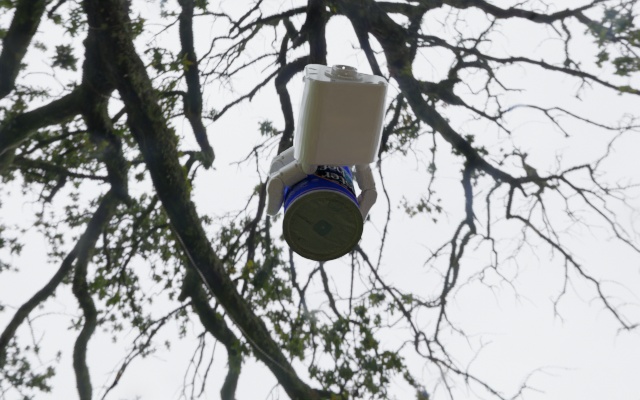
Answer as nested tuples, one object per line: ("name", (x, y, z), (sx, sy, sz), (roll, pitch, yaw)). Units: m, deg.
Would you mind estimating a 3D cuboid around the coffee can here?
("coffee can", (0.000, 0.002, 0.655), (0.103, 0.103, 0.140), (0, 28, -3))
